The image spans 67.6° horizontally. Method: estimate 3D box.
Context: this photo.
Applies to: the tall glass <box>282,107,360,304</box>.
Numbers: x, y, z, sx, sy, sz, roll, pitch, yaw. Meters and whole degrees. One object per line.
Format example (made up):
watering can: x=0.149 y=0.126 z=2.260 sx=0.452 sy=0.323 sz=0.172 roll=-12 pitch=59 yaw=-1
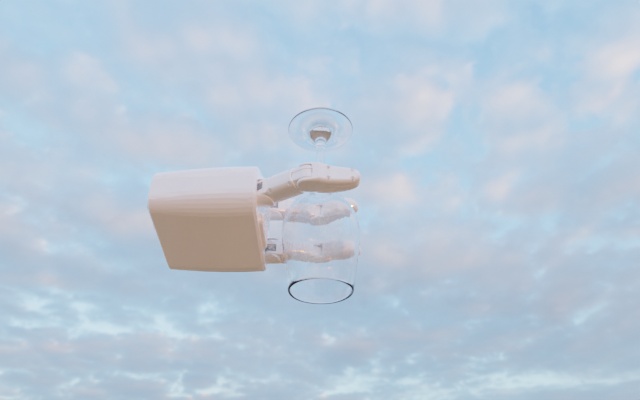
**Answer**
tall glass: x=0.000 y=0.001 z=0.495 sx=0.079 sy=0.201 sz=0.079 roll=0 pitch=-34 yaw=0
